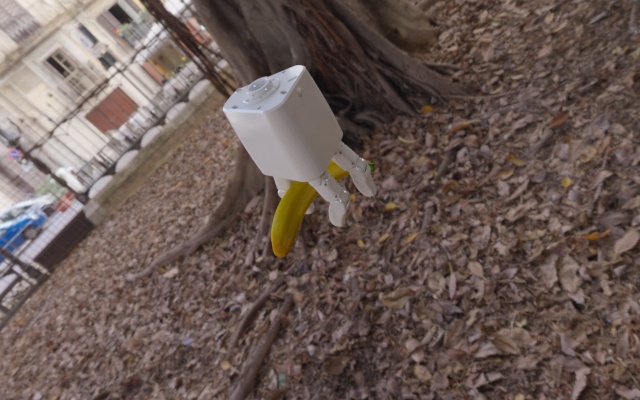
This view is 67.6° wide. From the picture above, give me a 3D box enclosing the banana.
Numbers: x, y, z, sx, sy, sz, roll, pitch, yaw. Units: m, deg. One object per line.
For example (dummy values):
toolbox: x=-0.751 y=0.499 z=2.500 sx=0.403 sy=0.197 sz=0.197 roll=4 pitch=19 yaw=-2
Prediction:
banana: x=-0.011 y=-0.008 z=0.650 sx=0.069 sy=0.037 sz=0.197 roll=29 pitch=61 yaw=33
